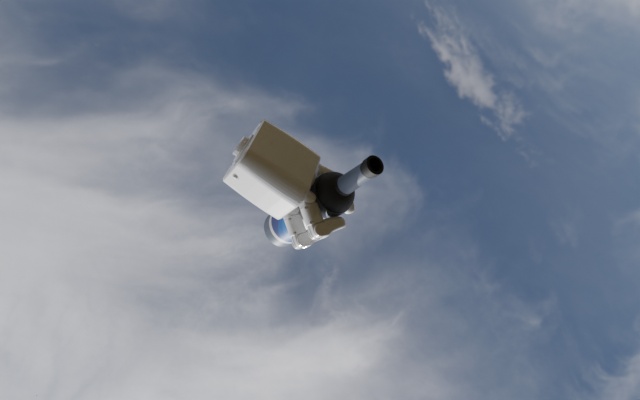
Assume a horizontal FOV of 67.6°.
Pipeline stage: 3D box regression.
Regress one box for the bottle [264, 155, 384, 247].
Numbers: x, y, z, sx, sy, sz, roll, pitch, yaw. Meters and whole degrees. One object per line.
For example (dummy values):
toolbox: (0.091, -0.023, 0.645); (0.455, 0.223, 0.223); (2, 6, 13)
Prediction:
bottle: (0.000, 0.003, 0.735); (0.069, 0.069, 0.296); (0, -19, -31)
